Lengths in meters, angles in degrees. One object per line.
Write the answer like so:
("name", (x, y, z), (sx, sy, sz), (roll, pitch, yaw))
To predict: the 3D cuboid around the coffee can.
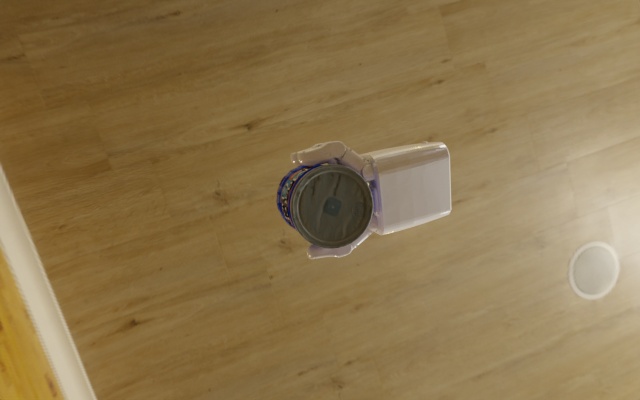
("coffee can", (0.000, 0.002, 0.641), (0.103, 0.103, 0.140), (0, 5, -13))
